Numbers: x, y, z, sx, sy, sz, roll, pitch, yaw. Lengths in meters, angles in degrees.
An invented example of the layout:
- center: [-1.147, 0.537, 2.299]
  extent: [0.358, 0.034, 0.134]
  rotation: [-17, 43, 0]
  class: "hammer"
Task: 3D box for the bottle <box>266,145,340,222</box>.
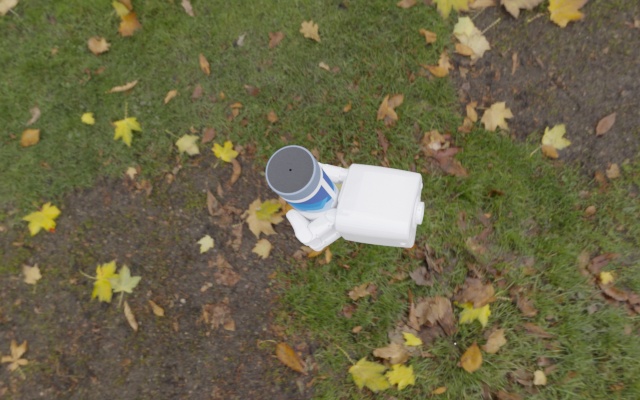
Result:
- center: [0.000, 0.002, 0.732]
  extent: [0.069, 0.069, 0.296]
  rotation: [0, -16, 16]
  class: "bottle"
